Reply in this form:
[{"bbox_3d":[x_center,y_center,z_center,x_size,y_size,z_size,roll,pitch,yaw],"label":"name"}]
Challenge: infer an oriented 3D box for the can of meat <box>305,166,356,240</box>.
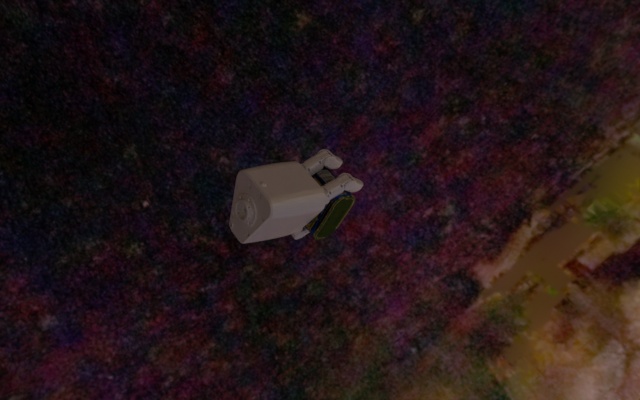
[{"bbox_3d":[0.000,0.003,0.800,0.057,0.102,0.084,-9,49,-47],"label":"can of meat"}]
